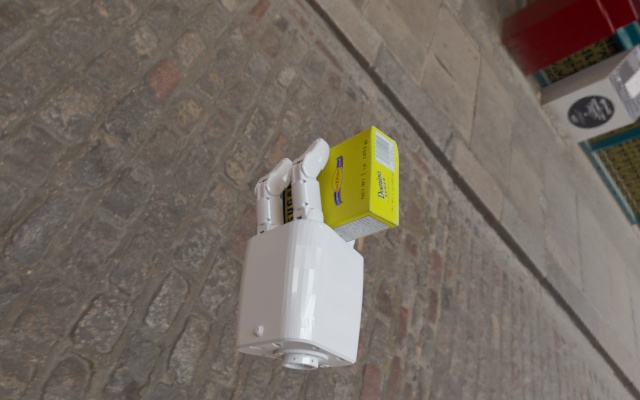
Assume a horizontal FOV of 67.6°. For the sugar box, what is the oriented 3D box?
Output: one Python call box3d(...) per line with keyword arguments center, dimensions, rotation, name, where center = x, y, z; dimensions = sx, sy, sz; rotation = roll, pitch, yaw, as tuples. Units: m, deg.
box3d(center=(0.000, 0.002, 0.493), dimensions=(0.048, 0.093, 0.176), rotation=(28, -36, -37), name="sugar box")
